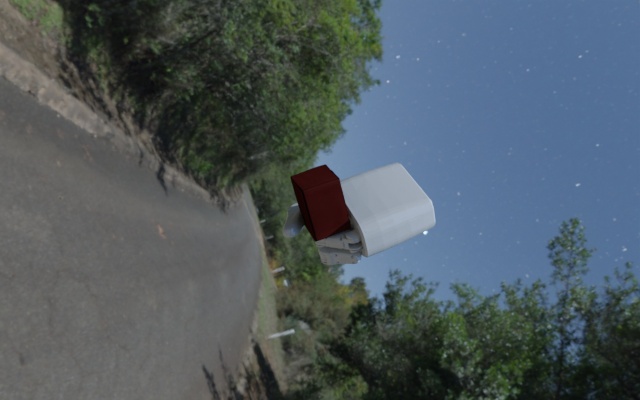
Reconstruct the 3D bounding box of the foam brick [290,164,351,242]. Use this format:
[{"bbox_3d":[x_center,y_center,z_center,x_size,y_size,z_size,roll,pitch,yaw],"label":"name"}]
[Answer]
[{"bbox_3d":[0.000,0.002,0.613,0.051,0.078,0.053,-21,30,-10],"label":"foam brick"}]
